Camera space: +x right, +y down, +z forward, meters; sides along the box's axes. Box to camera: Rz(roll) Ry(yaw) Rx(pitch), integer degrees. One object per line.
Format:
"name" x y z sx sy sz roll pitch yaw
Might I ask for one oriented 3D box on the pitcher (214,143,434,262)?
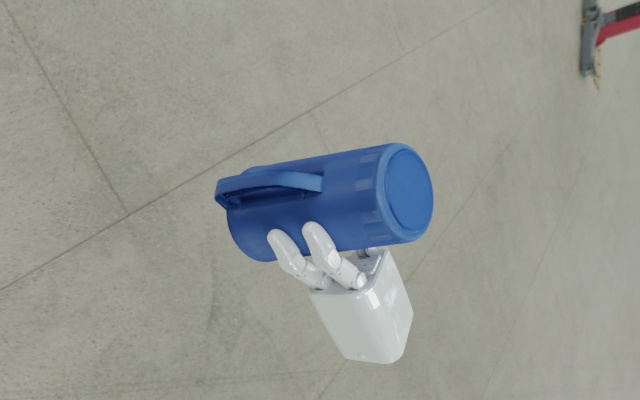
"pitcher" 0.000 0.002 0.574 0.243 0.145 0.149 -10 20 42
